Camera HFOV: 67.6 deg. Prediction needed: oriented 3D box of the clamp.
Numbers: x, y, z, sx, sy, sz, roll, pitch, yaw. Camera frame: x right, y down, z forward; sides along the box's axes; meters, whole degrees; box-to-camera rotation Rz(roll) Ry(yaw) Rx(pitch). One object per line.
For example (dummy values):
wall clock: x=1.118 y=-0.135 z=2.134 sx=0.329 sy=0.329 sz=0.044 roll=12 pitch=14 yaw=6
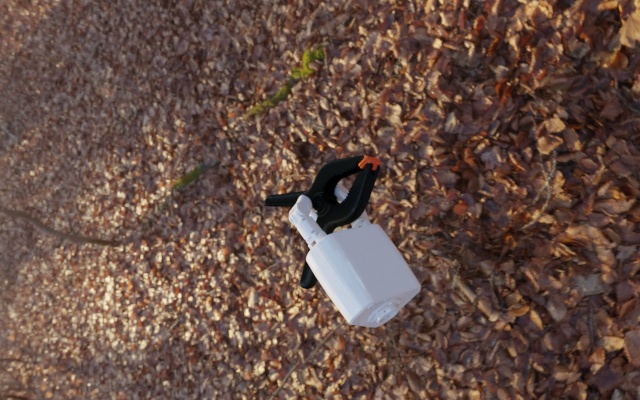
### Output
clamp: x=0.000 y=0.002 z=0.689 sx=0.036 sy=0.164 sz=0.210 roll=6 pitch=-49 yaw=-49
